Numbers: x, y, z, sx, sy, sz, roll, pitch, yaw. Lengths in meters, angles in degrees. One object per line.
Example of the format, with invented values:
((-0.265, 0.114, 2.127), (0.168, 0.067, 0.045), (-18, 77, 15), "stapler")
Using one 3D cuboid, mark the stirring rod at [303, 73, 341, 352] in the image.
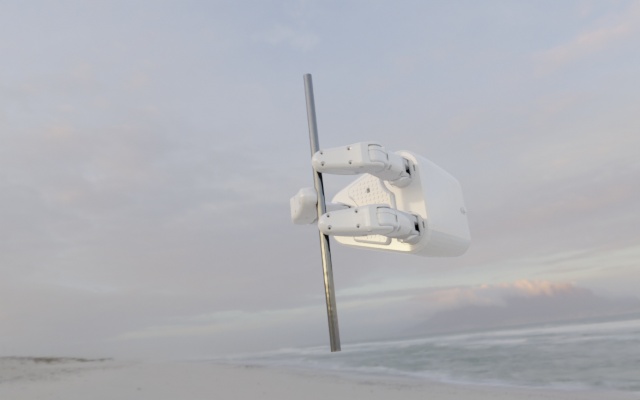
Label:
((0.000, 0.001, 0.400), (0.011, 0.239, 0.011), (-5, -16, -2), "stirring rod")
